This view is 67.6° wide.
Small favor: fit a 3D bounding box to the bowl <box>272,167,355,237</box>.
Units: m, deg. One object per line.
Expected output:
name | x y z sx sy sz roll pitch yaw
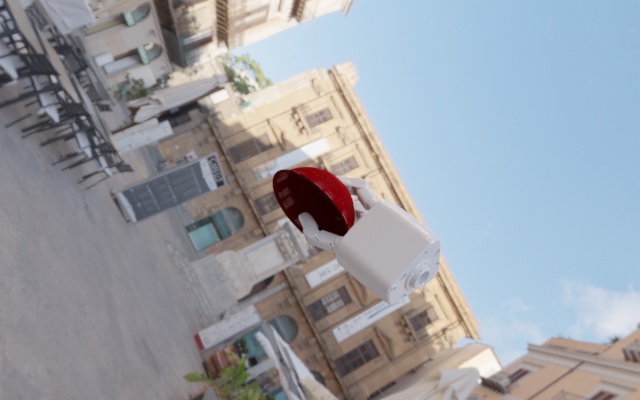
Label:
bowl | -0.001 0.001 0.754 0.055 0.162 0.162 -44 24 -28
